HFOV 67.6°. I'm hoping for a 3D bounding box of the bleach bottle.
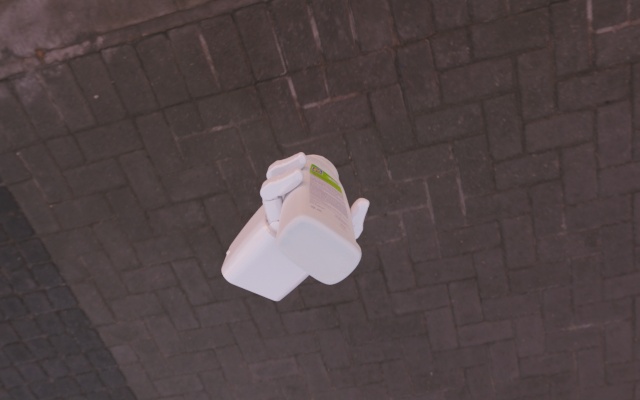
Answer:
[{"bbox_3d":[0.000,0.002,0.658,0.102,0.068,0.250,37,22,-15],"label":"bleach bottle"}]
